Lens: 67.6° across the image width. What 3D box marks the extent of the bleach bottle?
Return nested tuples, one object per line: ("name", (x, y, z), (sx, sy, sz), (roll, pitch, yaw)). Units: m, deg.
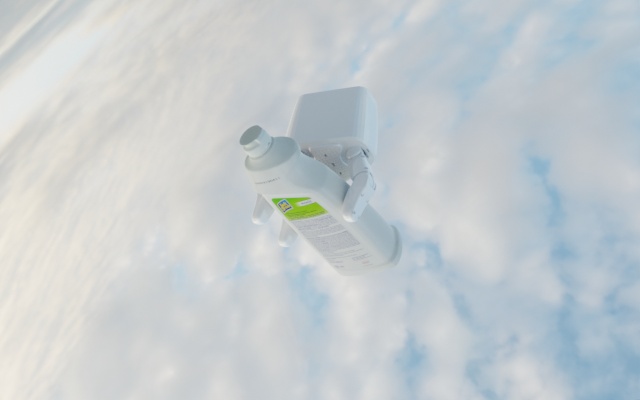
("bleach bottle", (0.000, 0.002, 0.570), (0.102, 0.068, 0.251), (-16, -44, 29))
